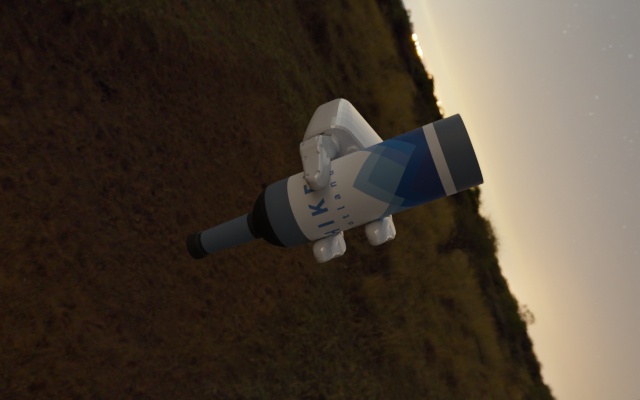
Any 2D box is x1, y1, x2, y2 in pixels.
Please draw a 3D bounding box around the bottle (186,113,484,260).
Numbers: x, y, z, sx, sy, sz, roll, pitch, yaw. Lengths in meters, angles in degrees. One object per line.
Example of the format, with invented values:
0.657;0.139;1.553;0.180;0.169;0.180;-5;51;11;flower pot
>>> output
0.000;0.001;0.461;0.296;0.069;0.069;-20;-6;16;bottle
